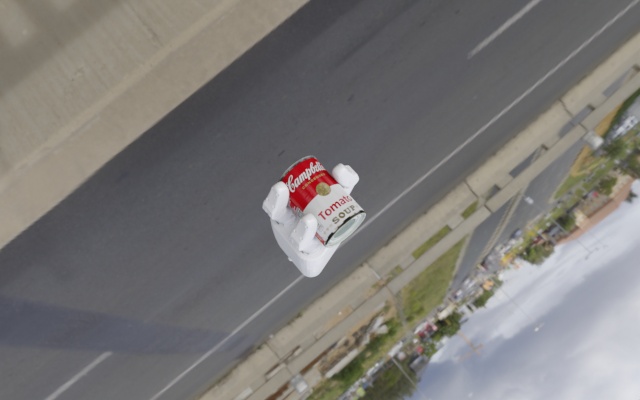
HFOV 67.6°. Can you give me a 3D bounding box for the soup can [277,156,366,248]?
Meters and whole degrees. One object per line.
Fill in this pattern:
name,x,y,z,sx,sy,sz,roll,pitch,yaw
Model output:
soup can,0.000,0.002,0.610,0.068,0.102,0.068,-37,-18,-14
